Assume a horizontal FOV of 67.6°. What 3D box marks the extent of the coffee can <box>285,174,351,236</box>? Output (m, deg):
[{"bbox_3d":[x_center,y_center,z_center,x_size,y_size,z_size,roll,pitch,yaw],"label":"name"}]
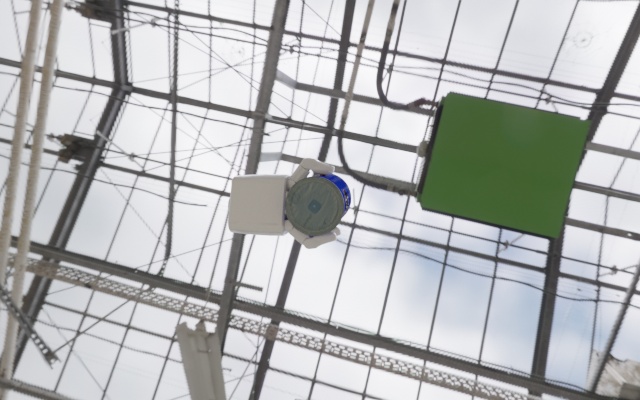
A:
[{"bbox_3d":[0.000,0.003,0.880,0.103,0.103,0.140,0,6,9],"label":"coffee can"}]
